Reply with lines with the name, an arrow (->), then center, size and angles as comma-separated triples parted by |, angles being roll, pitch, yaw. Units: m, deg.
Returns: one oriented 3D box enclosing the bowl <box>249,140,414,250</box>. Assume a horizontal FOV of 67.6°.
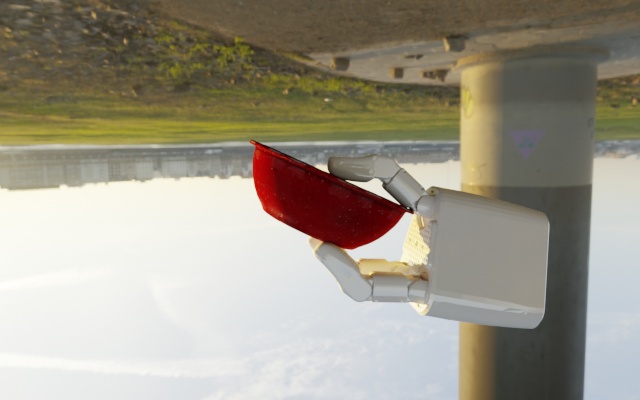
bowl -> -0.001, 0.001, 0.436 | 0.162, 0.055, 0.162 | 24, 3, -1
